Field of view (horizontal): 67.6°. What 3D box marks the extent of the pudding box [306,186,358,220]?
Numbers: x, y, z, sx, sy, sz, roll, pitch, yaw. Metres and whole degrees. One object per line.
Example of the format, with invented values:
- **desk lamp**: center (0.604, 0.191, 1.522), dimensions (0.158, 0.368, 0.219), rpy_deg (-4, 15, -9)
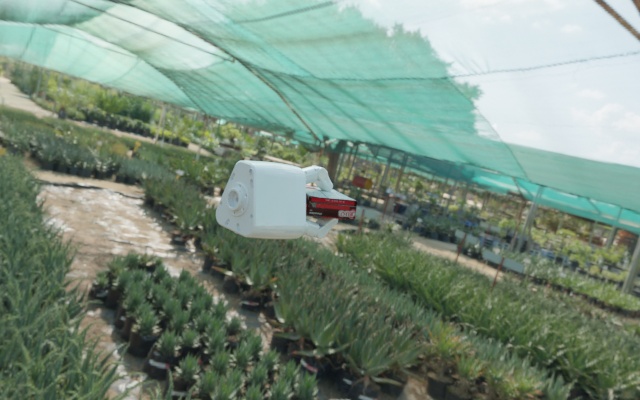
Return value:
- **pudding box**: center (0.000, 0.003, 0.817), dimensions (0.090, 0.039, 0.113), rpy_deg (7, 10, -22)
